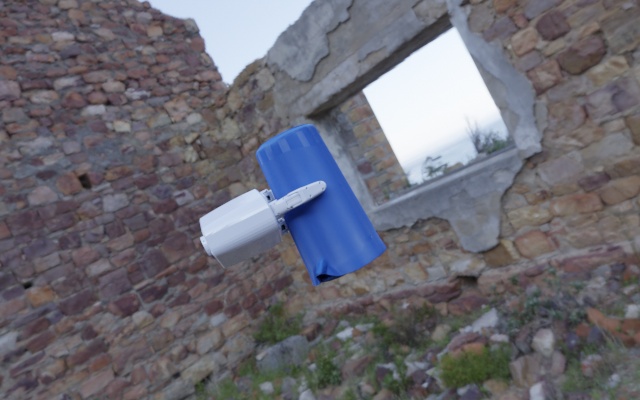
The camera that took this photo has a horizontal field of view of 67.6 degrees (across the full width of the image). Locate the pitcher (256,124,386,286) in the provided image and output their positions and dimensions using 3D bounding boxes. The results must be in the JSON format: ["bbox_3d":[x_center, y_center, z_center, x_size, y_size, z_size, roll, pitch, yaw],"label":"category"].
[{"bbox_3d":[0.000,0.003,0.782,0.145,0.243,0.149,-27,0,-10],"label":"pitcher"}]
